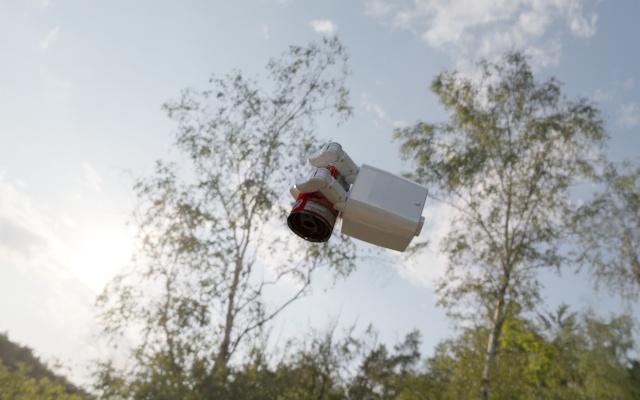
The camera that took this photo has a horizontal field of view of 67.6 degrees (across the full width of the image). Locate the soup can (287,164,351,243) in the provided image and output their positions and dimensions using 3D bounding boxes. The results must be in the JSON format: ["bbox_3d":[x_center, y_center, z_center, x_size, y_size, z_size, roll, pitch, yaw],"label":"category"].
[{"bbox_3d":[0.000,0.002,0.709,0.068,0.102,0.069,15,-37,12],"label":"soup can"}]
